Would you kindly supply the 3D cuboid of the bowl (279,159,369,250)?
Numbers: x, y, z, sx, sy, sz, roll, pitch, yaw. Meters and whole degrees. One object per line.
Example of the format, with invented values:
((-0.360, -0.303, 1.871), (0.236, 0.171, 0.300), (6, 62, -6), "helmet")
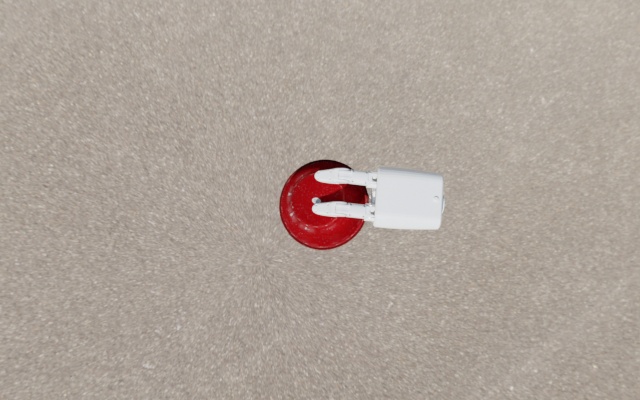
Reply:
((-0.001, 0.003, 0.816), (0.162, 0.162, 0.055), (0, -8, 11), "bowl")
